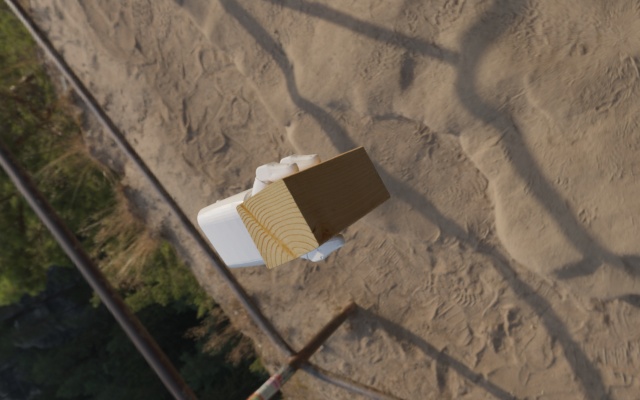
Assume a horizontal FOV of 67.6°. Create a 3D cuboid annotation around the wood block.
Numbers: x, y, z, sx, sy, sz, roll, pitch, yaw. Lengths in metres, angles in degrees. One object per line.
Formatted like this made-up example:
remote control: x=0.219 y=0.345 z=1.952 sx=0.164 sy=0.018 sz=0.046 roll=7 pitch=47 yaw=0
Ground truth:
wood block: x=0.000 y=0.003 z=0.642 sx=0.090 sy=0.091 sz=0.206 roll=-28 pitch=0 yaw=36
